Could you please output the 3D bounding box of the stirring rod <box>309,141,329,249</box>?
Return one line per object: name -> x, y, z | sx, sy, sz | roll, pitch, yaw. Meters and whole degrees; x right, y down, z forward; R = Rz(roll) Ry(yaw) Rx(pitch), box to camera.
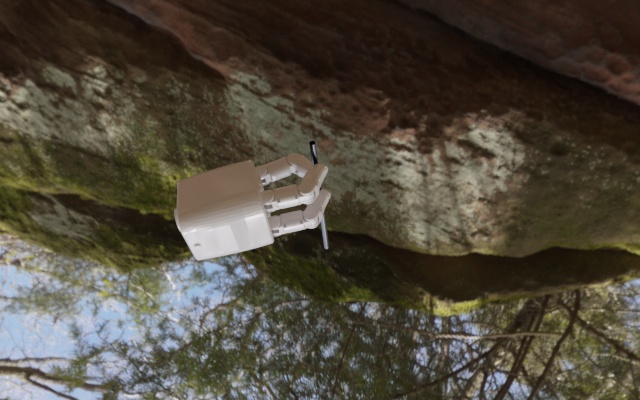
stirring rod -> 0.000, 0.002, 0.689 | 0.011, 0.011, 0.240 | 0, -38, 6
